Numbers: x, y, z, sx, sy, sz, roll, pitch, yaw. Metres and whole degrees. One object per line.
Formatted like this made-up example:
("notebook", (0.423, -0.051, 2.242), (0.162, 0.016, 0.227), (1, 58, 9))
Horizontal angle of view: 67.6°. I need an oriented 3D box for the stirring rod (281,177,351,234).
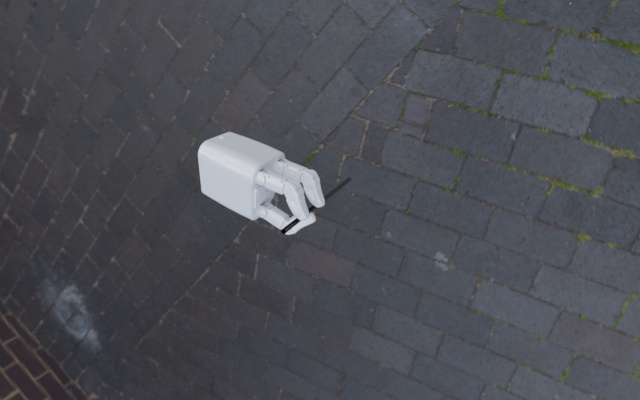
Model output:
("stirring rod", (0.000, 0.003, 0.771), (0.011, 0.011, 0.239), (0, 20, 28))
